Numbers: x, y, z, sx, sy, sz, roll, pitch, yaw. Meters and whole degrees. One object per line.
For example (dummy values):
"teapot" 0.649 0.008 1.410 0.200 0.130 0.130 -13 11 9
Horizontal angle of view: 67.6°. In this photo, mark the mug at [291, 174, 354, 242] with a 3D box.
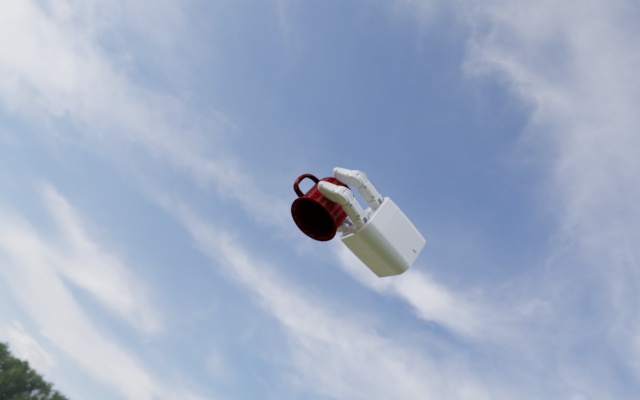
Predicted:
"mug" -0.001 0.002 0.839 0.093 0.117 0.081 -36 8 49
